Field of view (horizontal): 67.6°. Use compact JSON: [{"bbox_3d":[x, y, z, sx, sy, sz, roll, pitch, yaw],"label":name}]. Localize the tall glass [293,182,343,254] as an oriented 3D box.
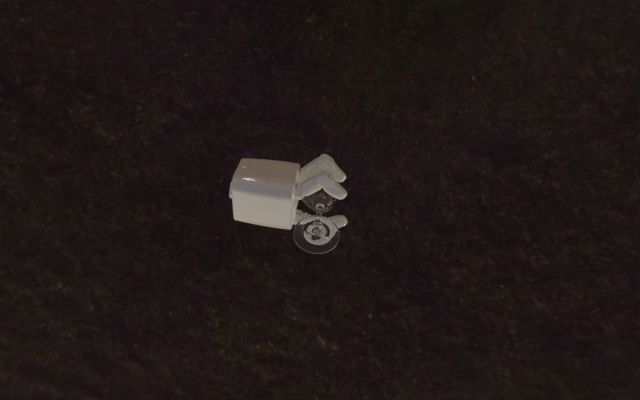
[{"bbox_3d":[0.000,0.003,0.837,0.079,0.079,0.201,0,32,5],"label":"tall glass"}]
